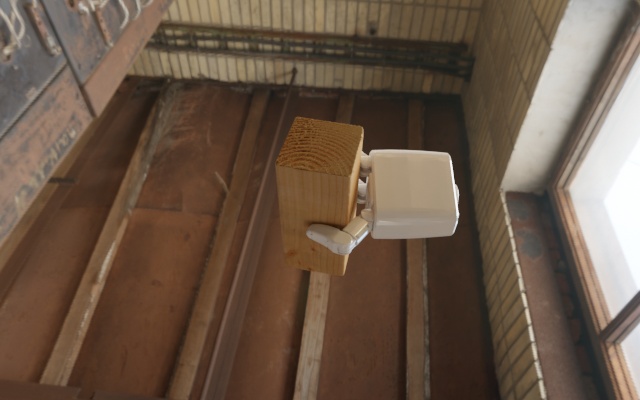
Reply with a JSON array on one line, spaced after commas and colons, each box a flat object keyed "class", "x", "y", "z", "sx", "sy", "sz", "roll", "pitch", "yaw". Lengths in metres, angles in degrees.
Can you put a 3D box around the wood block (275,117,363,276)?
[{"class": "wood block", "x": 0.000, "y": 0.002, "z": 0.638, "sx": 0.090, "sy": 0.090, "sz": 0.206, "roll": 10, "pitch": -41, "yaw": 9}]
